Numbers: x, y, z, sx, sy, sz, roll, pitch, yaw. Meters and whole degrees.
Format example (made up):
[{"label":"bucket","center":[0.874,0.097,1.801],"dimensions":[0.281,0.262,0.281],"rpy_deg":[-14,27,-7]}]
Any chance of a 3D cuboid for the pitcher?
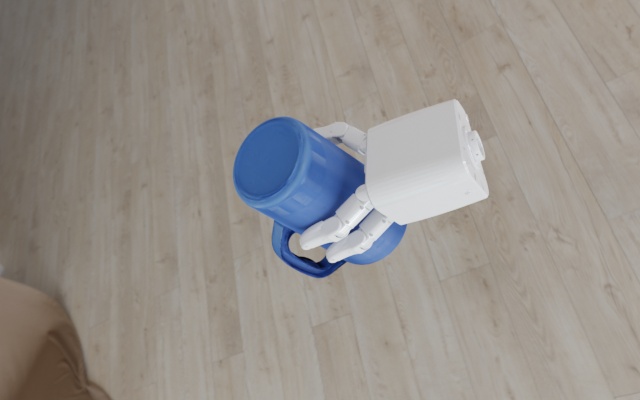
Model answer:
[{"label":"pitcher","center":[0.000,0.002,0.606],"dimensions":[0.145,0.149,0.243],"rpy_deg":[-16,-26,28]}]
